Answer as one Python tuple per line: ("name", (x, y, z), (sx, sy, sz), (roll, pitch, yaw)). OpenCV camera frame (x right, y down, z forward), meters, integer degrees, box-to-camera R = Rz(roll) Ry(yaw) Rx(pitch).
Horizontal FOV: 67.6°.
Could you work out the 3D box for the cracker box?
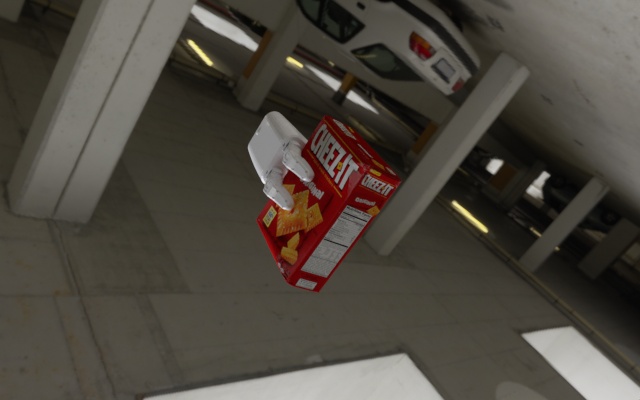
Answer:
("cracker box", (0.000, 0.003, 0.719), (0.072, 0.214, 0.164), (21, 23, -35))
